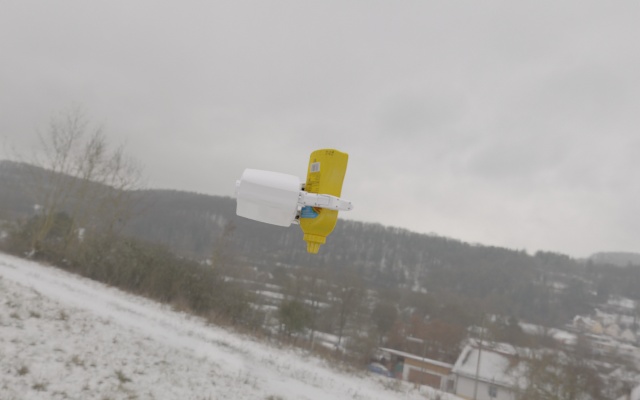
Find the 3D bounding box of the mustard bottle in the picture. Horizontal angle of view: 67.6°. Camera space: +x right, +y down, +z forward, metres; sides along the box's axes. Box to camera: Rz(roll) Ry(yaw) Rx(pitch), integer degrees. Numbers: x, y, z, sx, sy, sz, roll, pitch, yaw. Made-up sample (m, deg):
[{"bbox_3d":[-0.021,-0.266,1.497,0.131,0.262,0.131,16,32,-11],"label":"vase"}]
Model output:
[{"bbox_3d":[0.000,0.003,0.891,0.058,0.191,0.096,15,-8,-32],"label":"mustard bottle"}]
